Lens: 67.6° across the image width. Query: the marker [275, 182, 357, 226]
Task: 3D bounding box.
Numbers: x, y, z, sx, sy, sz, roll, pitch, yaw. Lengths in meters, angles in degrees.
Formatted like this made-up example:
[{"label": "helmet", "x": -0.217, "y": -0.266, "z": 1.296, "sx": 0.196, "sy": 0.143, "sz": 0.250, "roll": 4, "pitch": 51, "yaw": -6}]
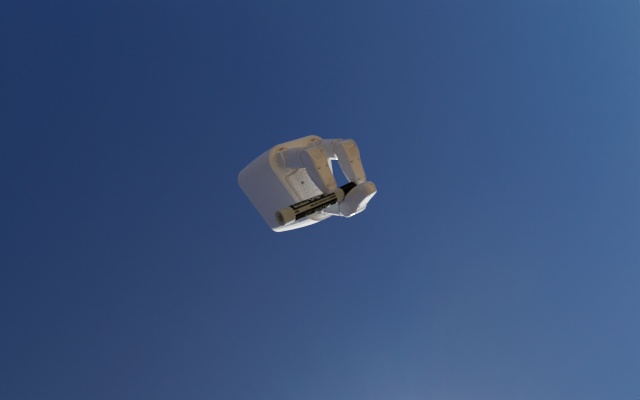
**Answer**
[{"label": "marker", "x": 0.000, "y": 0.002, "z": 0.556, "sx": 0.121, "sy": 0.020, "sz": 0.020, "roll": -22, "pitch": 14, "yaw": -37}]
